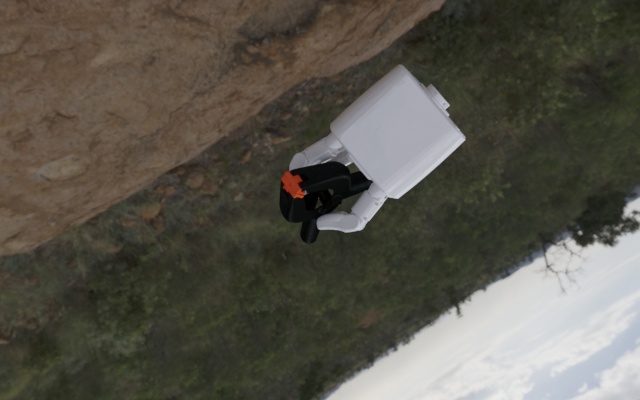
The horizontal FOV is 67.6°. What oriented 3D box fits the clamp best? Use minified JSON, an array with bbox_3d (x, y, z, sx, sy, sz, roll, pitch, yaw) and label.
[{"bbox_3d":[0.000,0.002,0.594,0.164,0.036,0.210,-43,-20,19],"label":"clamp"}]
